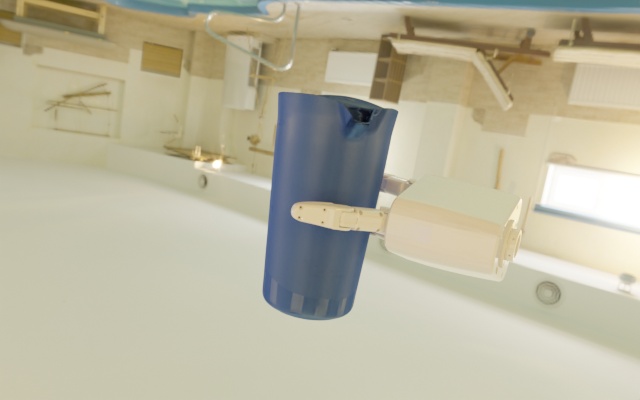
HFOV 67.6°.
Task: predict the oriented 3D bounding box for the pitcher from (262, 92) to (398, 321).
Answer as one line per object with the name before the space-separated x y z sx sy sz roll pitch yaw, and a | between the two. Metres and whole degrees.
pitcher | 0.000 0.002 0.551 0.145 0.243 0.149 13 9 26
